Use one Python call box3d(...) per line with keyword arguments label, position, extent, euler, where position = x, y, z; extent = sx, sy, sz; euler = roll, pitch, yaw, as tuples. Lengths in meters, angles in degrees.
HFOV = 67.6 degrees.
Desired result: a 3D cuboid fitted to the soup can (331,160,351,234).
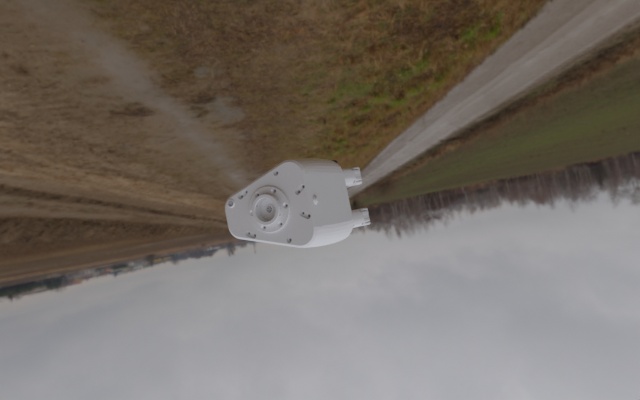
box3d(label="soup can", position=(0.000, 0.002, 0.650), extent=(0.068, 0.102, 0.068), euler=(-12, -3, -1))
